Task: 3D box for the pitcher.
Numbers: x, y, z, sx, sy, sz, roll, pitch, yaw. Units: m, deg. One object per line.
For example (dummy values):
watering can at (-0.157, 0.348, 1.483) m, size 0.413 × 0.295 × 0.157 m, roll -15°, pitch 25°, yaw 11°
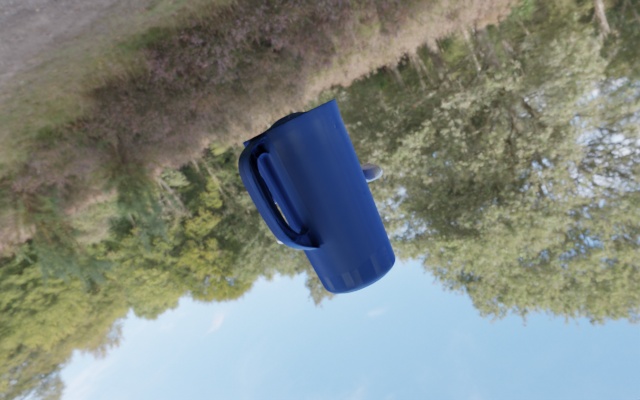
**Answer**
pitcher at (0.000, 0.002, 0.635) m, size 0.149 × 0.243 × 0.145 m, roll -25°, pitch 9°, yaw -1°
